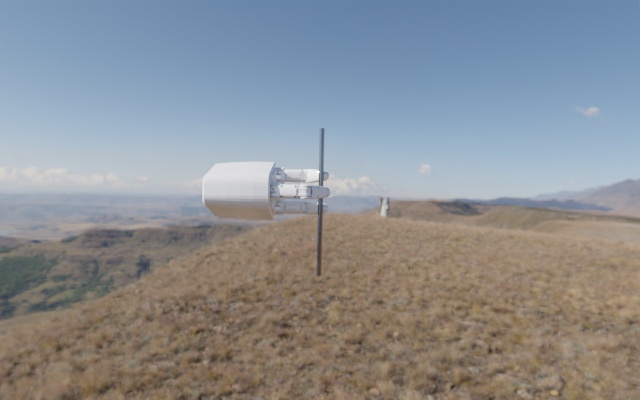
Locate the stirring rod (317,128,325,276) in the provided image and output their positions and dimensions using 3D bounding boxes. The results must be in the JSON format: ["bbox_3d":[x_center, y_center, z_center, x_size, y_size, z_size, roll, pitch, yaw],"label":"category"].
[{"bbox_3d":[0.000,0.003,0.780,0.011,0.239,0.011,1,1,0],"label":"stirring rod"}]
